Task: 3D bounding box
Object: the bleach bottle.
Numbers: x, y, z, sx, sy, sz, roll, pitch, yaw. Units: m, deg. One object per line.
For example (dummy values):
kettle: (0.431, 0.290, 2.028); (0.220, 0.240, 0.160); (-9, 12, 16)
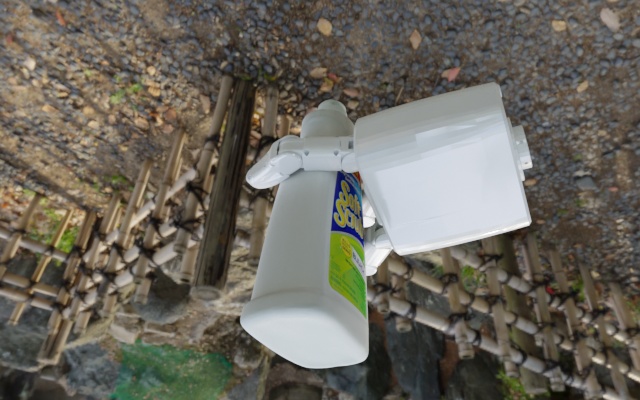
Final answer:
bleach bottle: (0.000, 0.001, 0.403); (0.068, 0.250, 0.103); (-15, -42, 23)
